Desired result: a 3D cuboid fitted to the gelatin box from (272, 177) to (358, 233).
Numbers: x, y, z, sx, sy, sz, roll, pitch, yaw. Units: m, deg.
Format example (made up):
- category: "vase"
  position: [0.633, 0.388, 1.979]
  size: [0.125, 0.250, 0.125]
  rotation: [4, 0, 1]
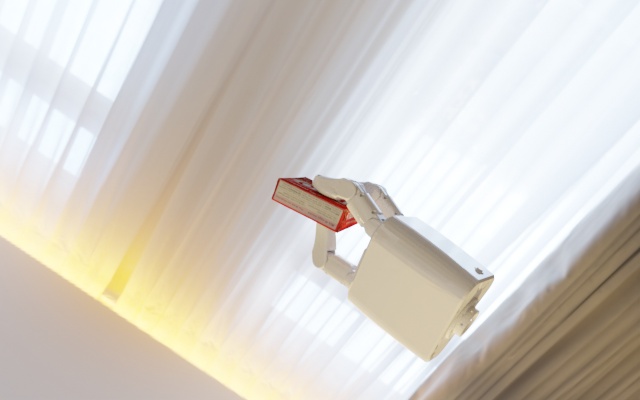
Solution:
- category: "gelatin box"
  position: [0.000, 0.002, 0.547]
  size: [0.089, 0.030, 0.073]
  rotation: [25, 13, 18]
